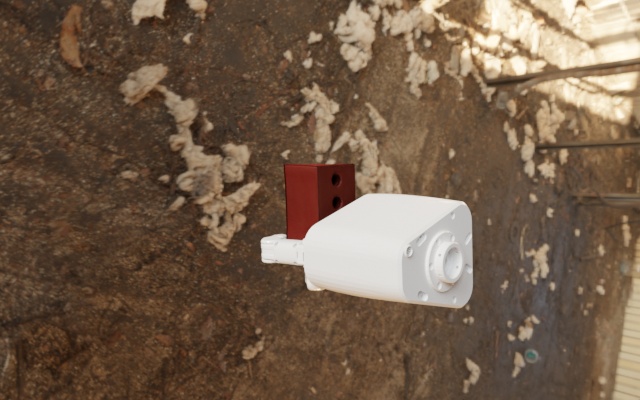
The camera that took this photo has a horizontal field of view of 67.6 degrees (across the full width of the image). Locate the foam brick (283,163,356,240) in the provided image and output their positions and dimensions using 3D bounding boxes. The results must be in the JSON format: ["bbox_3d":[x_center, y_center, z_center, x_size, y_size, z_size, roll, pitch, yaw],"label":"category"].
[{"bbox_3d":[0.000,0.001,0.474,0.053,0.078,0.051,-7,7,-41],"label":"foam brick"}]
